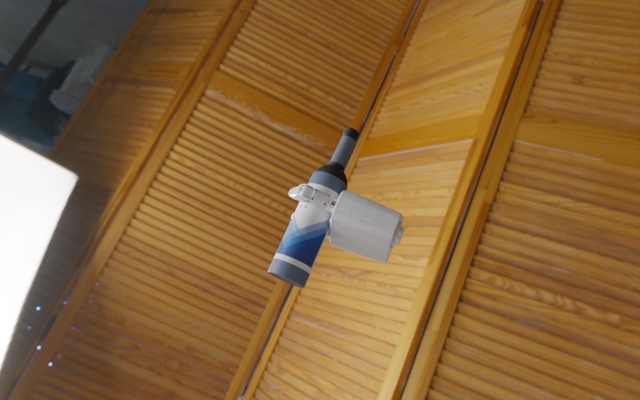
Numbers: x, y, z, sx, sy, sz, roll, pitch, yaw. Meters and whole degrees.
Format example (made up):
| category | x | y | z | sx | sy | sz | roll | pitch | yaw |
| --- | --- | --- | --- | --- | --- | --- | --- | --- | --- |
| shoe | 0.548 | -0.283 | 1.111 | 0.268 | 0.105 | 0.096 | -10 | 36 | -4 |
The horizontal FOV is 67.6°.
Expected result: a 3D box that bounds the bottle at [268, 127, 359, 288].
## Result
| category | x | y | z | sx | sy | sz | roll | pitch | yaw |
| --- | --- | --- | --- | --- | --- | --- | --- | --- | --- |
| bottle | 0.000 | 0.003 | 0.830 | 0.069 | 0.295 | 0.069 | 22 | -16 | 7 |
